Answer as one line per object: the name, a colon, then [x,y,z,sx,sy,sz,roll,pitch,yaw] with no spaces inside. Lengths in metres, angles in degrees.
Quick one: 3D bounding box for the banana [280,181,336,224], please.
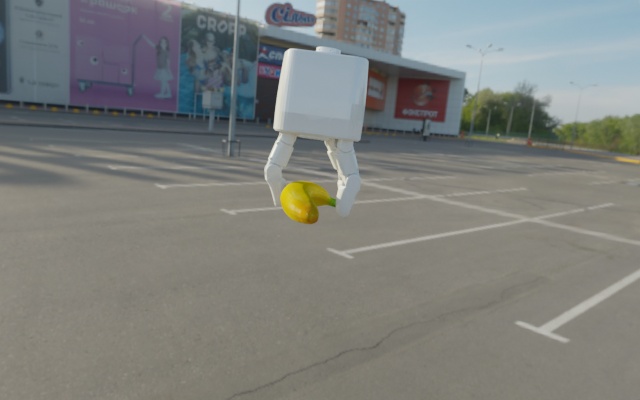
banana: [-0.017,-0.002,0.615,0.069,0.037,0.198,11,8,10]
